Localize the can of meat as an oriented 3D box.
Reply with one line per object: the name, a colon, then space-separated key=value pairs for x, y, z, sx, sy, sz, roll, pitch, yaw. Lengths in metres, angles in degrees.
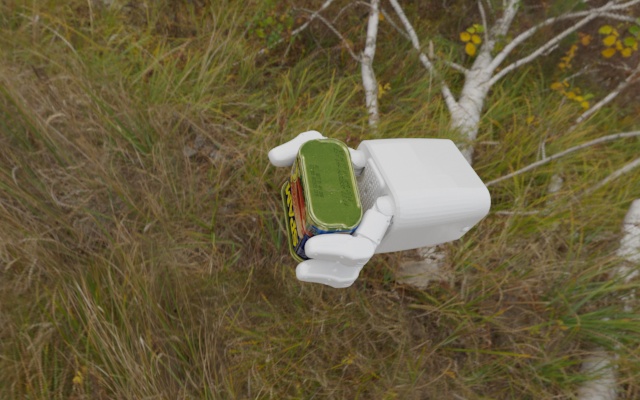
can of meat: x=0.000 y=0.001 z=0.471 sx=0.057 sy=0.102 sz=0.084 roll=-2 pitch=-28 yaw=-16
